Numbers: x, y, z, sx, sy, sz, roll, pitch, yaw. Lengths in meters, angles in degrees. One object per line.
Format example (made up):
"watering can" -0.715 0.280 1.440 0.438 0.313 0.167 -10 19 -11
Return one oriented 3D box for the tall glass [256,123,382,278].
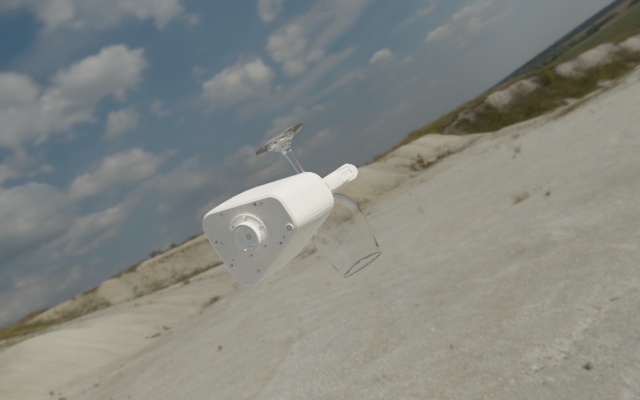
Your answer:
"tall glass" 0.000 0.001 0.631 0.079 0.201 0.079 -34 0 0
